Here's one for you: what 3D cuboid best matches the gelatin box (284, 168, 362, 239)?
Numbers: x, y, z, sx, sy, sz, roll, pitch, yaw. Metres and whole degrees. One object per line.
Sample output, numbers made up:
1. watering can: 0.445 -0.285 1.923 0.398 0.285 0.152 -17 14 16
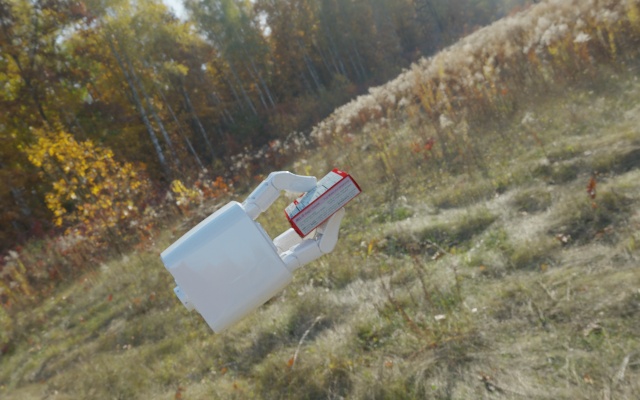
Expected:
1. gelatin box: 0.000 0.001 0.570 0.089 0.030 0.073 -39 13 -2
